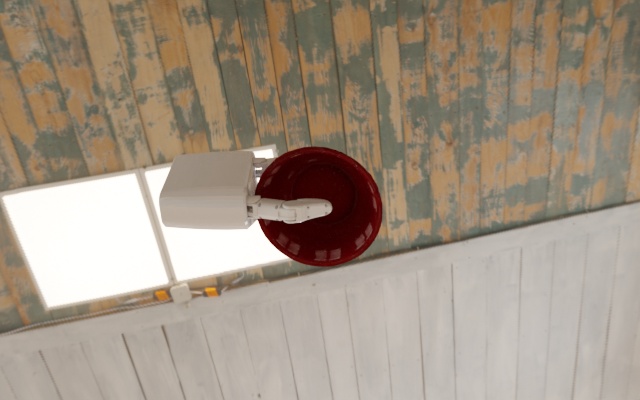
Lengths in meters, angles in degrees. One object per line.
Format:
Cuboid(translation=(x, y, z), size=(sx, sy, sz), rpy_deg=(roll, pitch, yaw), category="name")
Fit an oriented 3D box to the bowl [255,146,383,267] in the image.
Cuboid(translation=(0.001, 0.002, 0.613), size=(0.162, 0.162, 0.055), rpy_deg=(0, 22, 10), category="bowl")
